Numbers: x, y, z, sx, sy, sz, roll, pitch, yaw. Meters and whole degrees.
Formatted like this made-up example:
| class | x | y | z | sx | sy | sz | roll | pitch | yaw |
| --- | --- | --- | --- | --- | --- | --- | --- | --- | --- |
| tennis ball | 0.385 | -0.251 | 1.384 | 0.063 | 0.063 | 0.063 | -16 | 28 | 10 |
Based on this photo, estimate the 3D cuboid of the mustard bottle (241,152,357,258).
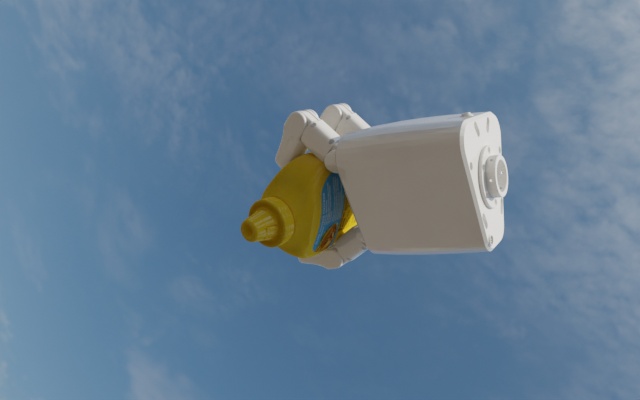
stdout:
| class | x | y | z | sx | sy | sz | roll | pitch | yaw |
| --- | --- | --- | --- | --- | --- | --- | --- | --- | --- |
| mustard bottle | 0.000 | 0.001 | 0.444 | 0.058 | 0.096 | 0.191 | 24 | 27 | 29 |
